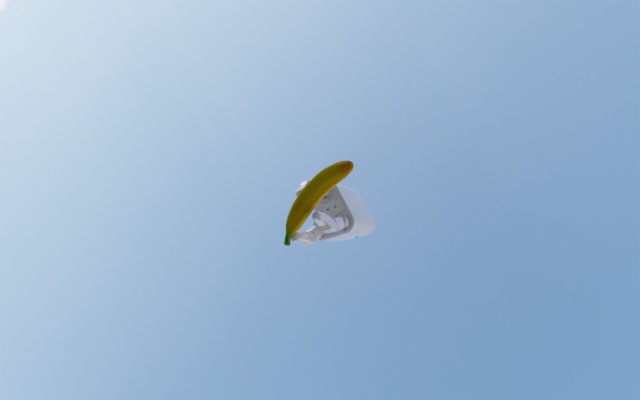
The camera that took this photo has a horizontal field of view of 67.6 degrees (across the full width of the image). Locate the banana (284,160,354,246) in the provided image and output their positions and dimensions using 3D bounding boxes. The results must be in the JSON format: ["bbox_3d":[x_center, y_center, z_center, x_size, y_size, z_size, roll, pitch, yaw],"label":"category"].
[{"bbox_3d":[-0.007,-0.007,0.846,0.037,0.198,0.069,20,29,-34],"label":"banana"}]
